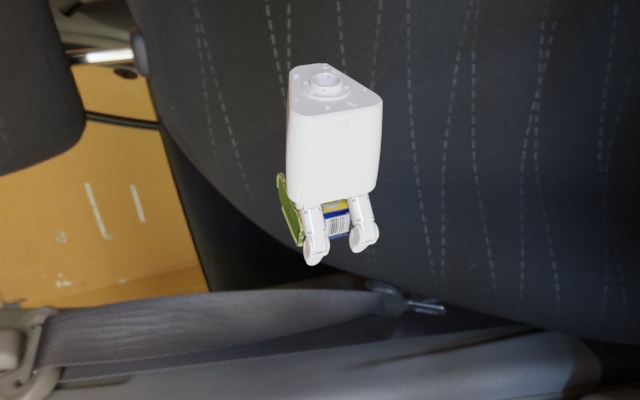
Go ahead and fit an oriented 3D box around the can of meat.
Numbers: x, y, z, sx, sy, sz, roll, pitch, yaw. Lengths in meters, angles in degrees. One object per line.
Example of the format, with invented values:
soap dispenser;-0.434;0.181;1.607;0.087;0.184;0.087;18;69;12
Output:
can of meat;0.000;0.002;0.574;0.084;0.057;0.102;-12;45;-16
